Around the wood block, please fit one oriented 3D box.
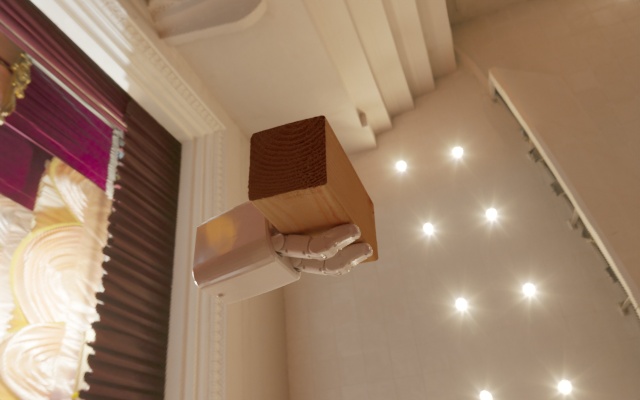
[{"bbox_3d":[0.000,0.002,0.582,0.090,0.090,0.206,-12,-31,16],"label":"wood block"}]
